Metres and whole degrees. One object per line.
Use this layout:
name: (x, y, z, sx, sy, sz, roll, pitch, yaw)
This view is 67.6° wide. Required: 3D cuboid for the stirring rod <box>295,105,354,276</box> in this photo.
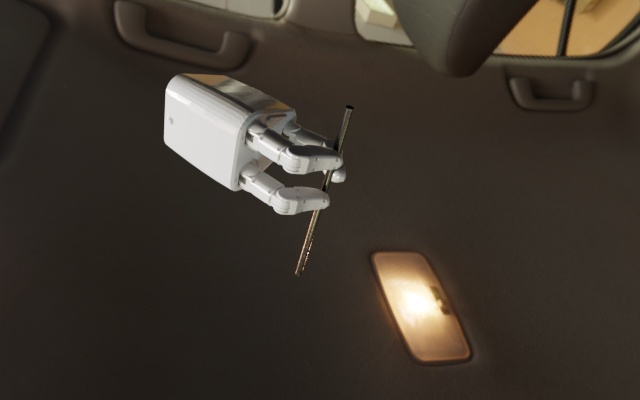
stirring rod: (0.000, 0.002, 0.529, 0.011, 0.240, 0.011, 10, 39, -8)
